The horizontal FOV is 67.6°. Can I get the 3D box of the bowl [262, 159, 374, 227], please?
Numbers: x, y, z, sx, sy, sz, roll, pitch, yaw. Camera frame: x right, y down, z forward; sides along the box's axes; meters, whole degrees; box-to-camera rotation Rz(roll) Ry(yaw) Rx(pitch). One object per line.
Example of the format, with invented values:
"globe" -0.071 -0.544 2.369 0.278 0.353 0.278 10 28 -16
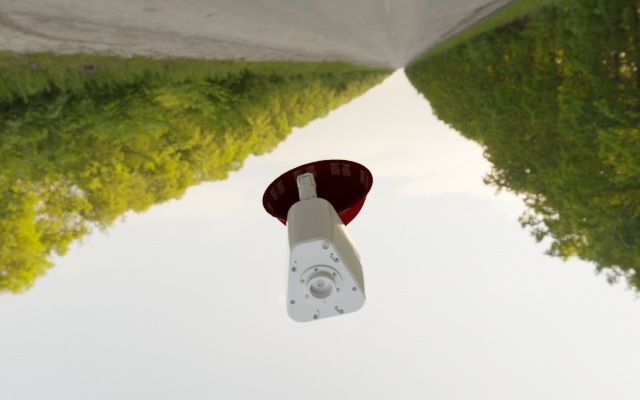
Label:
"bowl" 0.000 0.002 0.692 0.162 0.055 0.162 -10 32 7
